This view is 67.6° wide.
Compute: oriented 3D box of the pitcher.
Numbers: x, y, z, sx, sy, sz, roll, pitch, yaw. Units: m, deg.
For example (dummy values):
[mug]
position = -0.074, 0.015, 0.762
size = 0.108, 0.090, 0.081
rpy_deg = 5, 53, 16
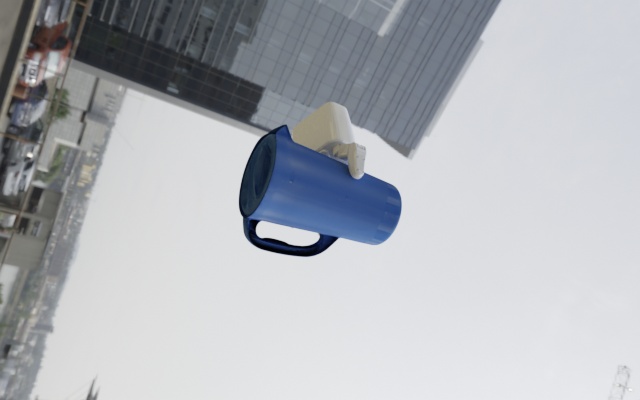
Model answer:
[pitcher]
position = 0.000, 0.002, 0.749
size = 0.243, 0.145, 0.149
rpy_deg = 18, -46, -26
